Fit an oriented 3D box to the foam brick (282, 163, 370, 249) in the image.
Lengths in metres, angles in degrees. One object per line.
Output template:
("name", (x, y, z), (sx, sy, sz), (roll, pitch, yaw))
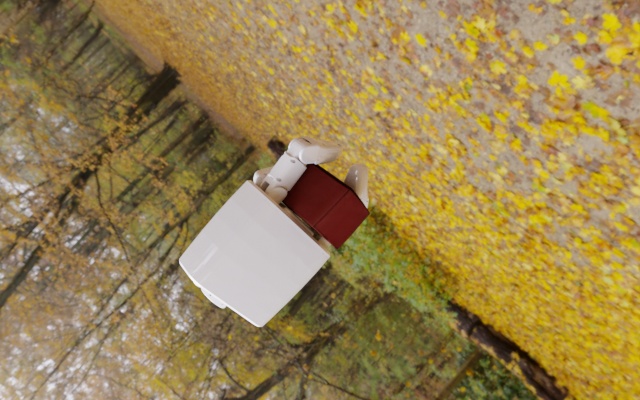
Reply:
("foam brick", (0.000, 0.002, 0.478), (0.078, 0.051, 0.053), (38, -7, 41))
